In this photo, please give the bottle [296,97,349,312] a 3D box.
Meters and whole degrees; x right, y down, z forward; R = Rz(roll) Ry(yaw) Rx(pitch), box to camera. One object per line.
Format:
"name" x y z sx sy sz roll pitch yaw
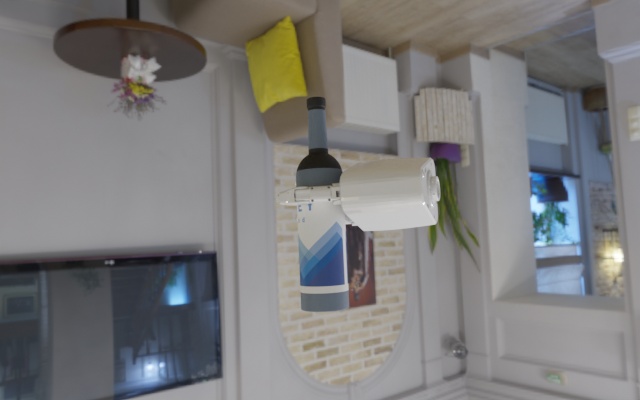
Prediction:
"bottle" 0.000 0.002 0.669 0.069 0.295 0.069 -3 -4 0
